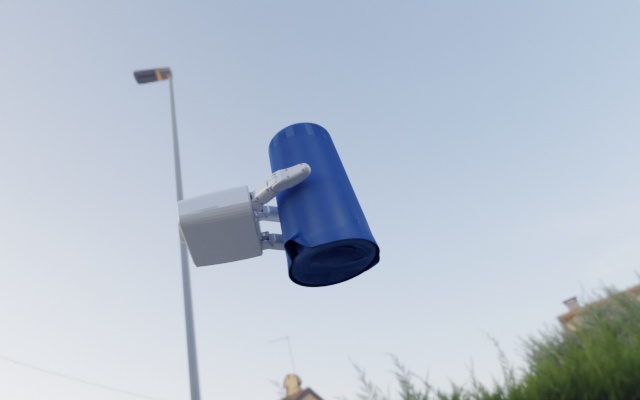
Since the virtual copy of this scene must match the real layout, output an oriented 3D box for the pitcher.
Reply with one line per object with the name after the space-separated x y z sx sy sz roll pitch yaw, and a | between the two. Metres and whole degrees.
0.000 0.002 0.737 0.145 0.242 0.149 -13 -34 -4 | pitcher
